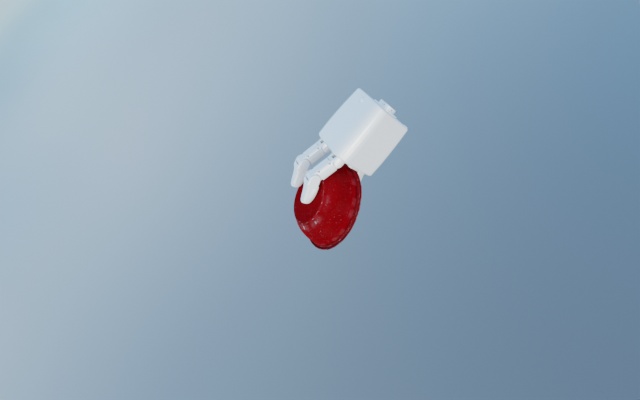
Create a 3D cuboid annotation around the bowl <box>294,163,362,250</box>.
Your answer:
[{"bbox_3d":[-0.001,0.004,0.841,0.055,0.162,0.162,17,-9,-33],"label":"bowl"}]
